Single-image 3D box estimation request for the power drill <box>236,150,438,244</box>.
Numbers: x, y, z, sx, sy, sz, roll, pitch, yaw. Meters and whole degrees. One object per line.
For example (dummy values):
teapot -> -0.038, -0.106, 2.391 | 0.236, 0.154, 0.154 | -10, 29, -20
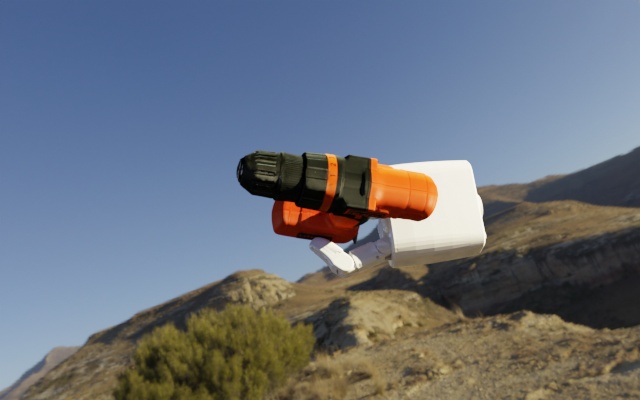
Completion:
power drill -> 0.000, 0.002, 0.493 | 0.184, 0.057, 0.188 | 10, -13, -13
